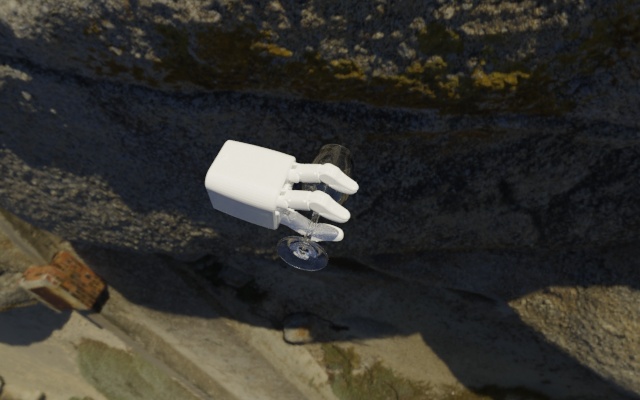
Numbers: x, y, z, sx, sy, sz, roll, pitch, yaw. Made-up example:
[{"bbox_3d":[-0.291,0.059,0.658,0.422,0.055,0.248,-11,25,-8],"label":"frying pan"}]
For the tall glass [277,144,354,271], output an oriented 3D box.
[{"bbox_3d":[0.000,0.003,0.719,0.079,0.201,0.079,12,-41,10],"label":"tall glass"}]
